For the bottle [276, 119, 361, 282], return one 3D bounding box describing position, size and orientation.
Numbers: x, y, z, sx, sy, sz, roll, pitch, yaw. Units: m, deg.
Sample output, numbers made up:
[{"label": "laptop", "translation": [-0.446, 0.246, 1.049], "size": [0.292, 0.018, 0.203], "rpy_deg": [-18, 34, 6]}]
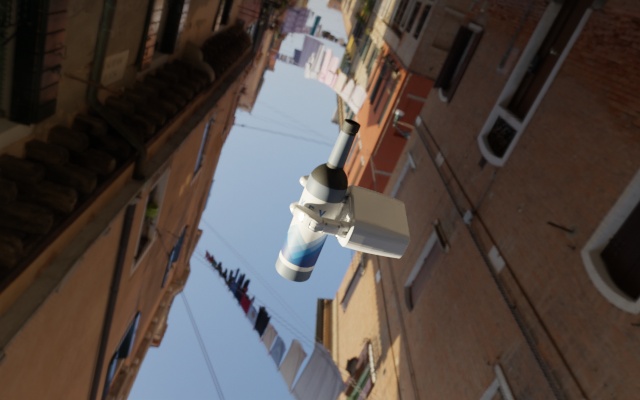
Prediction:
[{"label": "bottle", "translation": [0.000, 0.003, 0.802], "size": [0.069, 0.296, 0.069], "rpy_deg": [18, 25, -9]}]
